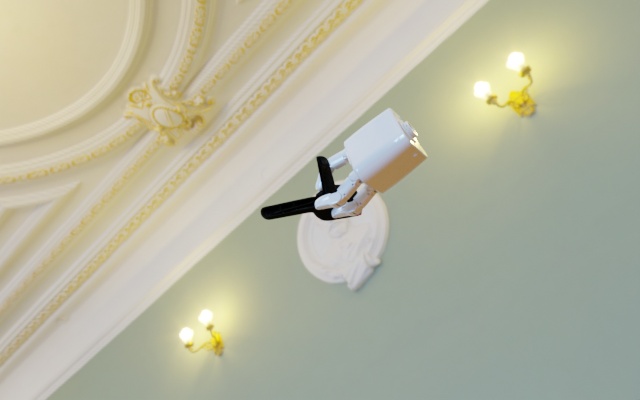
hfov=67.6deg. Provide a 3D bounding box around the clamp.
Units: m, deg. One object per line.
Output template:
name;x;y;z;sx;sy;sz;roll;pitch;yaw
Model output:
clamp;0.000;0.002;0.897;0.164;0.036;0.210;-36;-34;21
